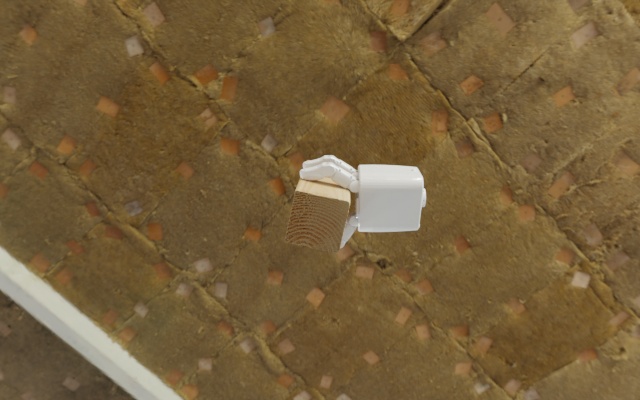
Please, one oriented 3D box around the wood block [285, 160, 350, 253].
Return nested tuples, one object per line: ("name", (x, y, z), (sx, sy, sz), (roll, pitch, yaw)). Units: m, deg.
("wood block", (0.000, 0.003, 0.840), (0.090, 0.091, 0.206), (12, 18, 0))
